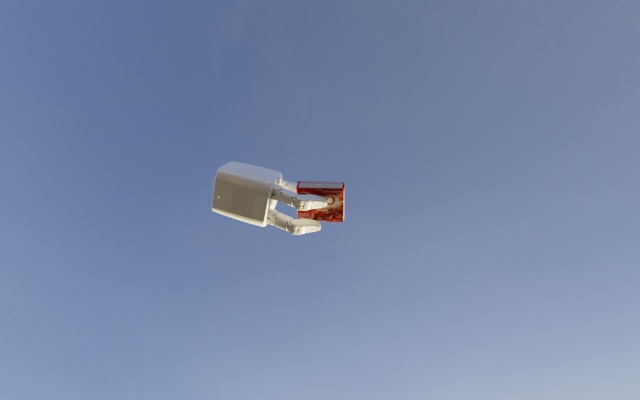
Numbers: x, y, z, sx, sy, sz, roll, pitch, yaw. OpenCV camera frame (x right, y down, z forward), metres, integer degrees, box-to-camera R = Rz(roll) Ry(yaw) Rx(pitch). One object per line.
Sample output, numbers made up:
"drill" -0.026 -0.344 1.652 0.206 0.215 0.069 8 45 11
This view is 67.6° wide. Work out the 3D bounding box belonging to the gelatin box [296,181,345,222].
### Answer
"gelatin box" 0.001 0.003 0.893 0.089 0.073 0.030 2 29 4
